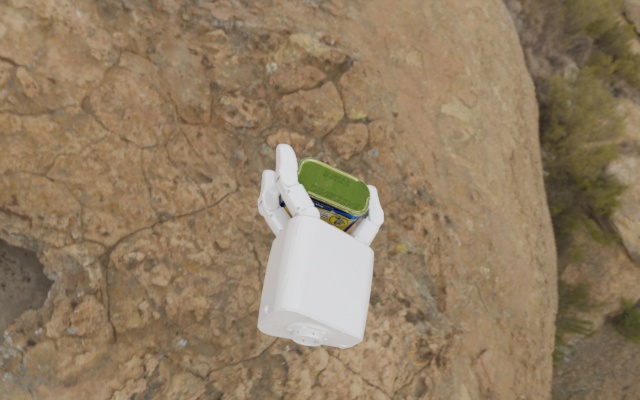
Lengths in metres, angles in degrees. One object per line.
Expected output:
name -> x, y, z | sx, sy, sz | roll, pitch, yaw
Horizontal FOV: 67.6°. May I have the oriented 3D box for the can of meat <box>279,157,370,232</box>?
can of meat -> 0.000, 0.002, 0.587 | 0.102, 0.057, 0.084 | 23, -35, -12
